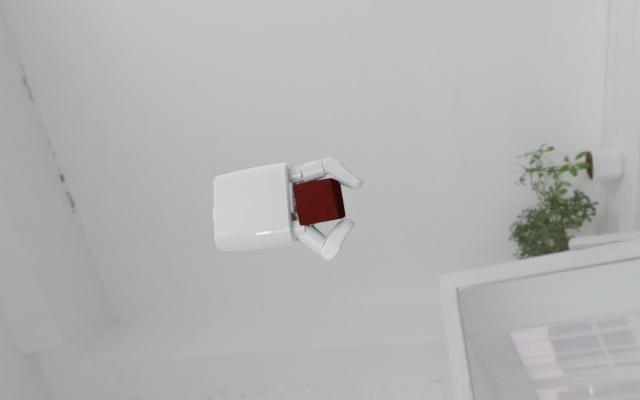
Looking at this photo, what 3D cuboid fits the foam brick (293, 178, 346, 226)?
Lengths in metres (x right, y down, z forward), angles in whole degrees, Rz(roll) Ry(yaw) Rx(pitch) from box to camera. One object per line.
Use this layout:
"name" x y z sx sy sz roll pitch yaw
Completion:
"foam brick" 0.000 0.002 0.615 0.051 0.053 0.078 -10 -2 9
